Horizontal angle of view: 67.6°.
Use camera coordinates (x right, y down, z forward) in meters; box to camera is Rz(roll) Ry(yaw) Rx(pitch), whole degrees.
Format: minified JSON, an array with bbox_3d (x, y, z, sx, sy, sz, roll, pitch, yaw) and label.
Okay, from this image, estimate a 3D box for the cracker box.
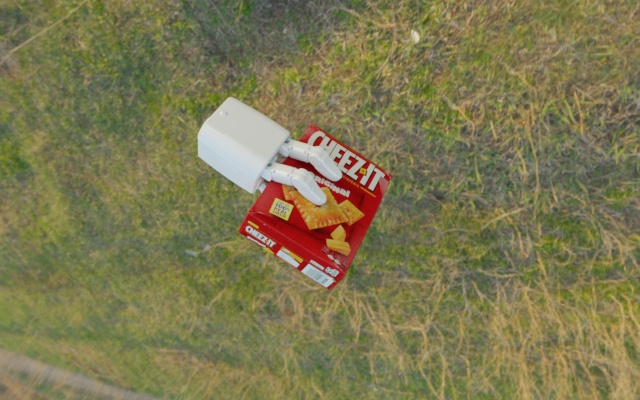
[{"bbox_3d":[0.000,0.003,0.736,0.164,0.213,0.072,33,-37,-3],"label":"cracker box"}]
